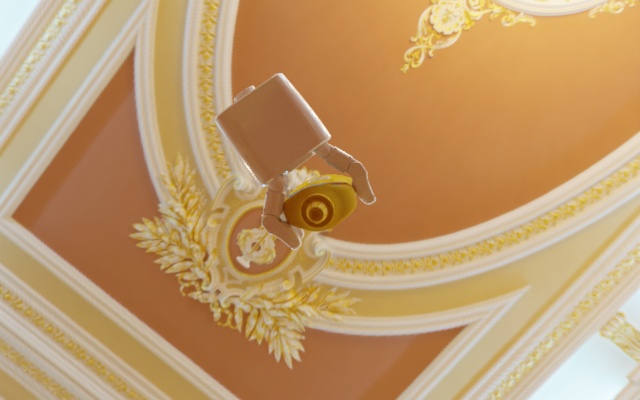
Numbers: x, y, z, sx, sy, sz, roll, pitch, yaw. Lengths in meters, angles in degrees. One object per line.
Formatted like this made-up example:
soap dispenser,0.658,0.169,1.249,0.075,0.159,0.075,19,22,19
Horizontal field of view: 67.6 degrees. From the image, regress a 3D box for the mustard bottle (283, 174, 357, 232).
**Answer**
mustard bottle,0.000,0.002,0.637,0.096,0.058,0.191,-11,7,5
